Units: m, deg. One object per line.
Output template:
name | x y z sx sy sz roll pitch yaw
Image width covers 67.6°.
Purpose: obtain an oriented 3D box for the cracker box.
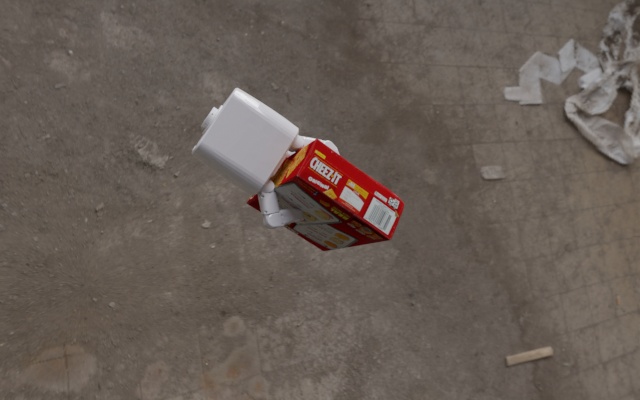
cracker box | 0.000 0.003 0.732 0.164 0.072 0.214 34 -22 -17
